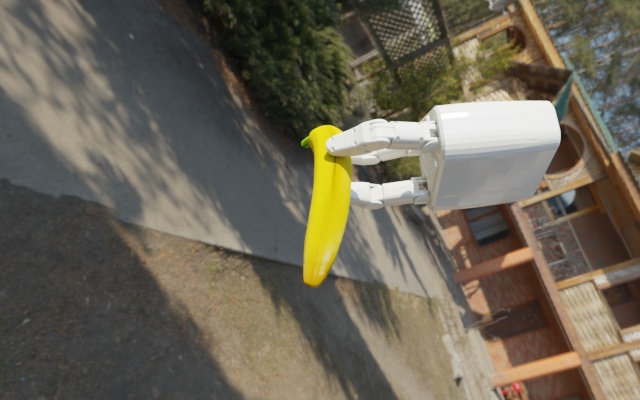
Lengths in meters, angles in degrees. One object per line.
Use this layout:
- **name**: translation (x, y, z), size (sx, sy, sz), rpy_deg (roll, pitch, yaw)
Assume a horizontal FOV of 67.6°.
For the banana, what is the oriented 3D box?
- **banana**: translation (0.006, -0.013, 0.462), size (0.037, 0.197, 0.070), rpy_deg (13, -45, -14)
